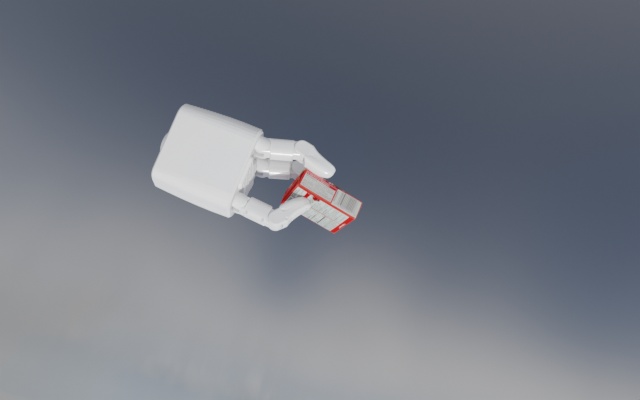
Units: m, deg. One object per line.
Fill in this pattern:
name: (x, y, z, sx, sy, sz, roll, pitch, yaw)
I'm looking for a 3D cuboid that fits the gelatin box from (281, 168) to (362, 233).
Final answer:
gelatin box: (0.000, 0.003, 0.629, 0.089, 0.030, 0.073, 31, -27, -8)
